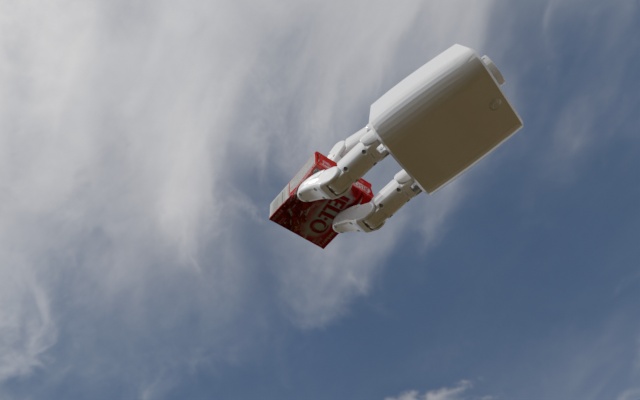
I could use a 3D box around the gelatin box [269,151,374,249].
[{"bbox_3d":[0.000,0.002,0.502,0.073,0.089,0.030,30,31,-22],"label":"gelatin box"}]
